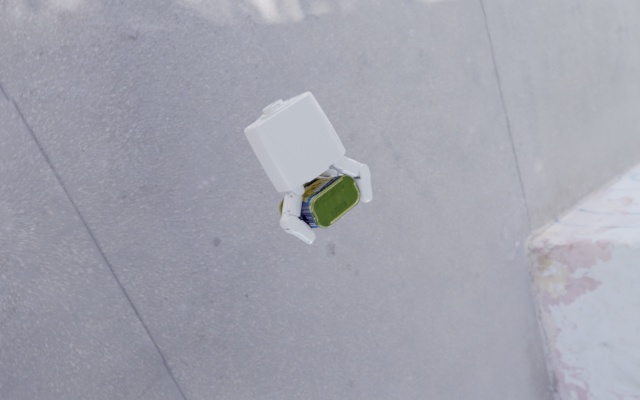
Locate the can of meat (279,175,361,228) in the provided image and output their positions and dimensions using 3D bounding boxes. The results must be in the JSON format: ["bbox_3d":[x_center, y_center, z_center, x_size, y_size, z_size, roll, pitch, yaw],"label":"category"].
[{"bbox_3d":[0.000,0.003,0.743,0.102,0.057,0.084,-38,19,-32],"label":"can of meat"}]
